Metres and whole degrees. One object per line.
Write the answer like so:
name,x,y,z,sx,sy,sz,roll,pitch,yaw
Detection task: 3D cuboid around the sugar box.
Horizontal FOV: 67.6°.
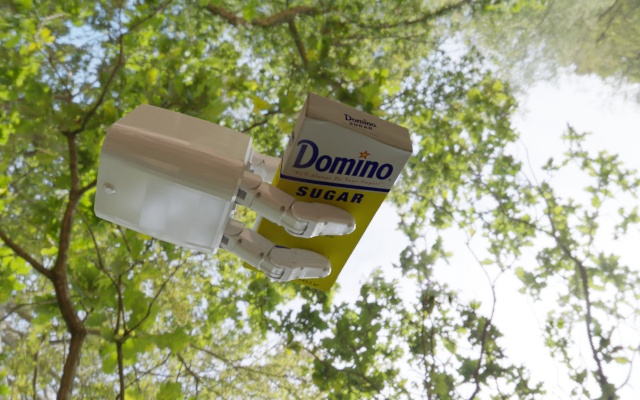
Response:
sugar box,0.000,0.002,0.426,0.093,0.176,0.048,17,38,-12
